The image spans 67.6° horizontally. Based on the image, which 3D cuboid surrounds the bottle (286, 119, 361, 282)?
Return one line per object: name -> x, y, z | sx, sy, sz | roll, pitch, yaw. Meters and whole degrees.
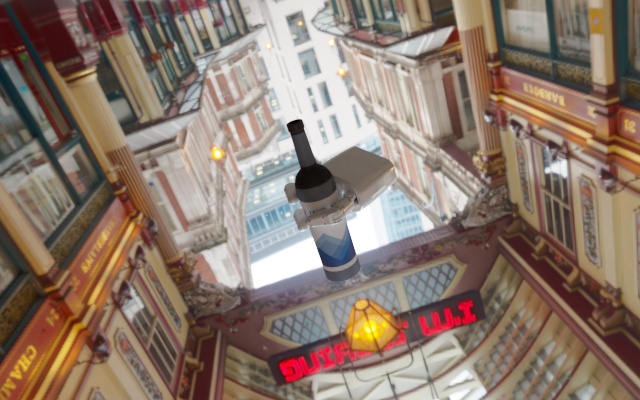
bottle -> 0.000, 0.003, 0.815 | 0.069, 0.296, 0.069 | -15, 26, 7
